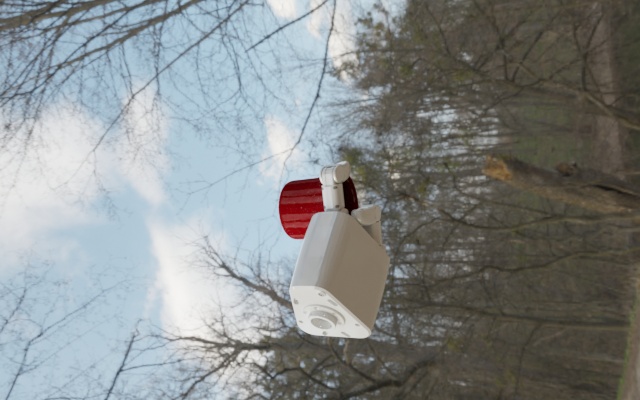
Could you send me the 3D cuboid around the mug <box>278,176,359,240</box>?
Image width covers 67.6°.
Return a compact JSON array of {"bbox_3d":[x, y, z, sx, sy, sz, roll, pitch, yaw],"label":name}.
[{"bbox_3d":[0.000,0.001,0.648,0.081,0.093,0.117,-5,43,26],"label":"mug"}]
